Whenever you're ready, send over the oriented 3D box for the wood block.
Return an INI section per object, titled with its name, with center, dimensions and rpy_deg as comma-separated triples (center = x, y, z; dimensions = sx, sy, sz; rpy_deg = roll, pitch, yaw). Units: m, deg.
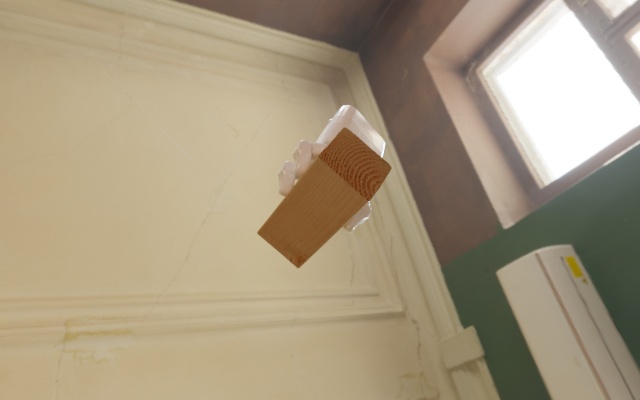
[wood block]
center = 0.000, 0.002, 0.709
dimensions = 0.206, 0.091, 0.090
rpy_deg = -48, 2, 46
